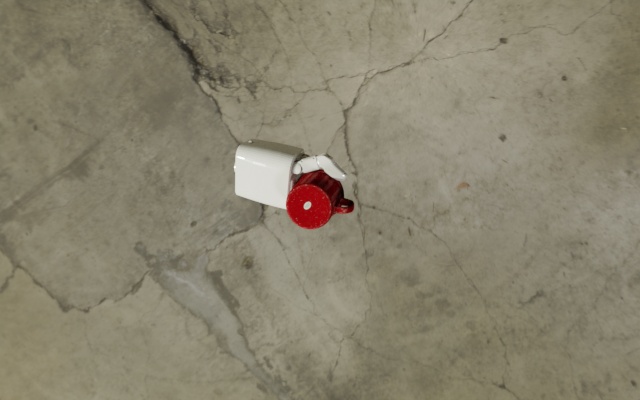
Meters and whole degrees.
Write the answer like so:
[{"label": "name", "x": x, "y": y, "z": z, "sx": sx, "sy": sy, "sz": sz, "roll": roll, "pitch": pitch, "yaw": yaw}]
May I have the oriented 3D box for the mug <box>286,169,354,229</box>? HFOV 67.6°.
[{"label": "mug", "x": 0.001, "y": 0.003, "z": 0.822, "sx": 0.117, "sy": 0.093, "sz": 0.081, "roll": 14, "pitch": 19, "yaw": 9}]
